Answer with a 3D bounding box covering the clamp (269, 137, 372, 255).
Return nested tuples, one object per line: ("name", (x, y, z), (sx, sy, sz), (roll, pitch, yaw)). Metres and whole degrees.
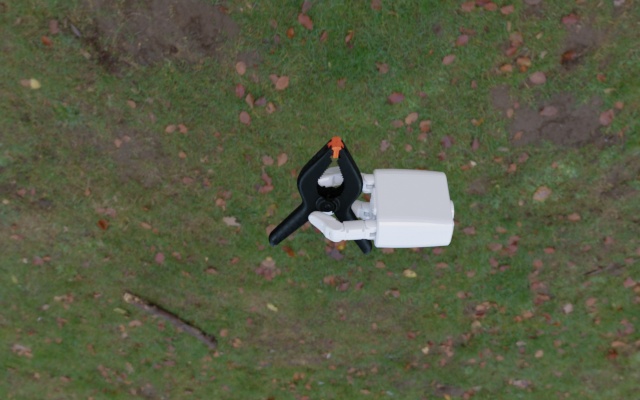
("clamp", (0.000, 0.002, 0.704), (0.164, 0.210, 0.036), (-1, 40, 0))
